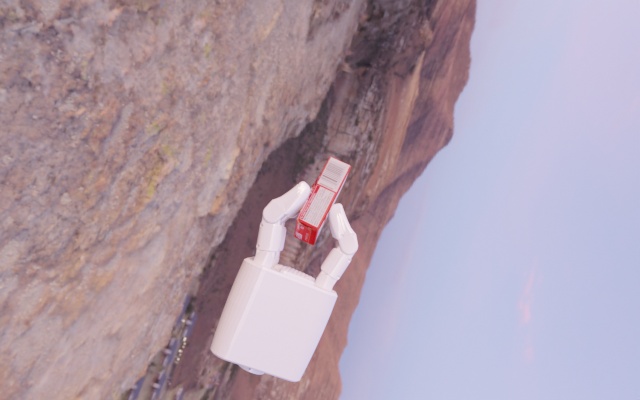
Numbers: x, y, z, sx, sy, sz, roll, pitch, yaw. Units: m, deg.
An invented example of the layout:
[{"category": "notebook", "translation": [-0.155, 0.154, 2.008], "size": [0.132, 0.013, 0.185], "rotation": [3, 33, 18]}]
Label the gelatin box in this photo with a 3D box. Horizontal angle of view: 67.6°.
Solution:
[{"category": "gelatin box", "translation": [0.001, 0.002, 0.562], "size": [0.030, 0.089, 0.073], "rotation": [27, -18, 3]}]
